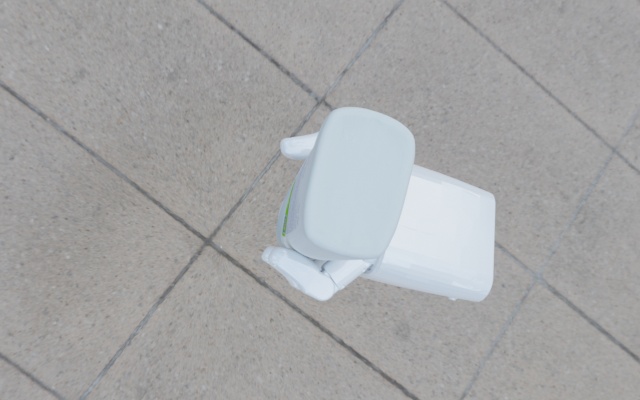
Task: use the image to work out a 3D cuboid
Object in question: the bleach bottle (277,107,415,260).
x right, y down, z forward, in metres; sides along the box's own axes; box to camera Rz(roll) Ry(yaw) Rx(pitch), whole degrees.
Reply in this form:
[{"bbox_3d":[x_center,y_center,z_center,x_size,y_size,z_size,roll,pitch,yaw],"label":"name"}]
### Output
[{"bbox_3d":[0.000,0.001,0.427,0.068,0.102,0.251,16,-8,-10],"label":"bleach bottle"}]
